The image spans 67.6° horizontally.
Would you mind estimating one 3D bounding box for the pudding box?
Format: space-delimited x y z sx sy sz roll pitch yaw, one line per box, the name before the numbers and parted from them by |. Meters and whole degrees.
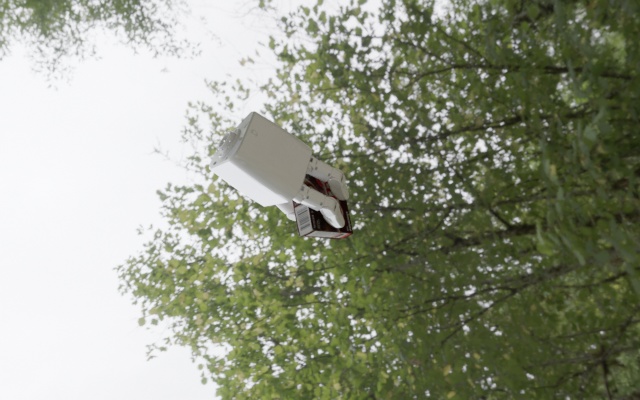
pudding box | 0.000 0.003 0.751 0.090 0.113 0.039 7 -23 -43
